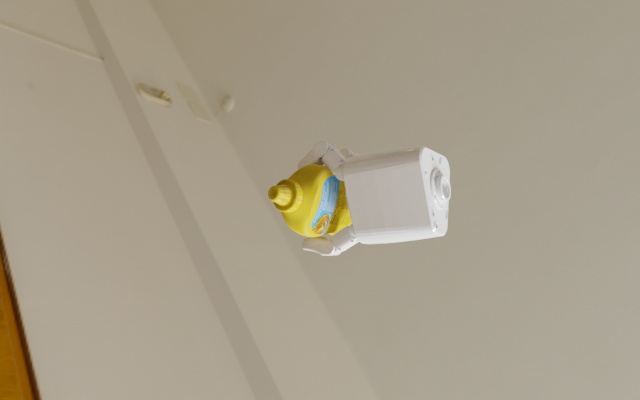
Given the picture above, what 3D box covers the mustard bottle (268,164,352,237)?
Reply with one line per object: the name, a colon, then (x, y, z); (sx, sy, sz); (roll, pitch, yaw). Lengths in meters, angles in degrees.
mustard bottle: (0.000, 0.002, 0.646); (0.058, 0.096, 0.191); (22, 7, 36)
